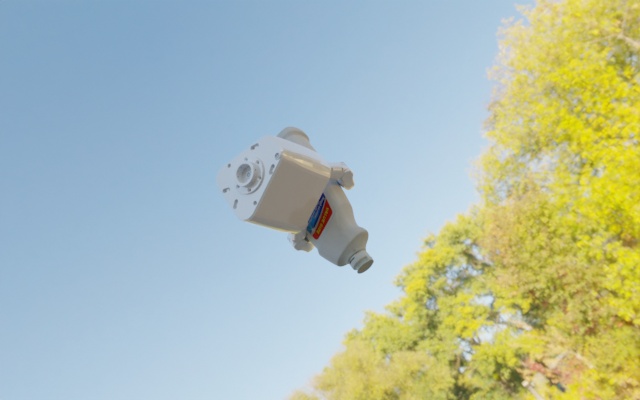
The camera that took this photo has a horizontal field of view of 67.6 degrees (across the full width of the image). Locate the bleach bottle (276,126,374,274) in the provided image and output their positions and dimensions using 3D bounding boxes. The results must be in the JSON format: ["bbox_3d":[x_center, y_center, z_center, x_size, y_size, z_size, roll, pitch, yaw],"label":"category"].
[{"bbox_3d":[0.000,0.002,0.725,0.250,0.102,0.068,51,18,30],"label":"bleach bottle"}]
